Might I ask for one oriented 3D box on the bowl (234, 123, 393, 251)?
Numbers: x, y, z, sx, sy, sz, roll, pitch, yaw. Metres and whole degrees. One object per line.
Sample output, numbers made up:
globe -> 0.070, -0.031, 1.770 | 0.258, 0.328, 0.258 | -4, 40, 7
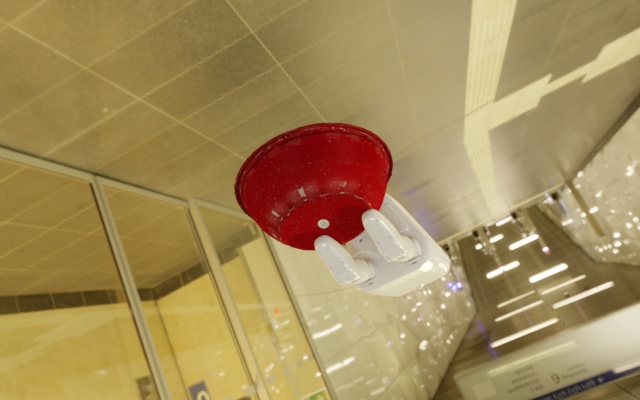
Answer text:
bowl -> -0.001, 0.001, 0.465 | 0.162, 0.055, 0.162 | -9, -37, -7
